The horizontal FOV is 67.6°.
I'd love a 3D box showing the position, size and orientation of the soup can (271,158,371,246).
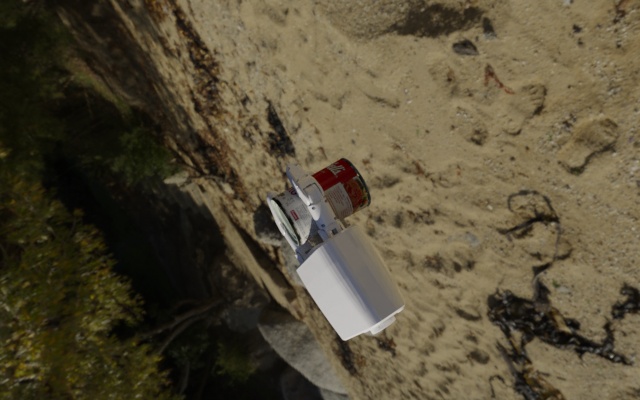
[{"bbox_3d":[0.000,0.002,0.577,0.102,0.068,0.068,-30,7,-13],"label":"soup can"}]
